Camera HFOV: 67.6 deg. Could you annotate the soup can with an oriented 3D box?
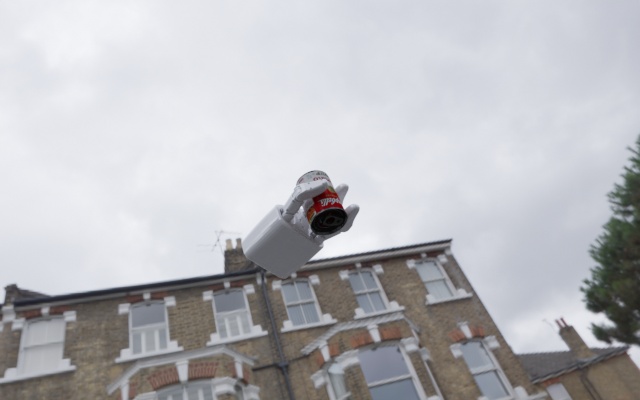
[{"bbox_3d":[0.000,0.002,0.854,0.068,0.068,0.102,0,44,-24],"label":"soup can"}]
